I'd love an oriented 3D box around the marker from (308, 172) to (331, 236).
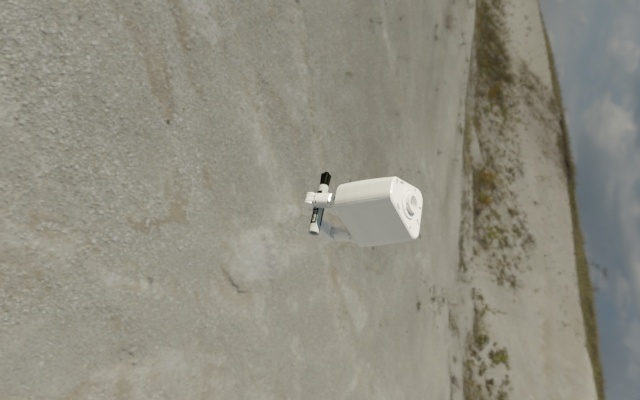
[{"bbox_3d":[0.000,0.003,0.825,0.020,0.121,0.020,10,-28,5],"label":"marker"}]
